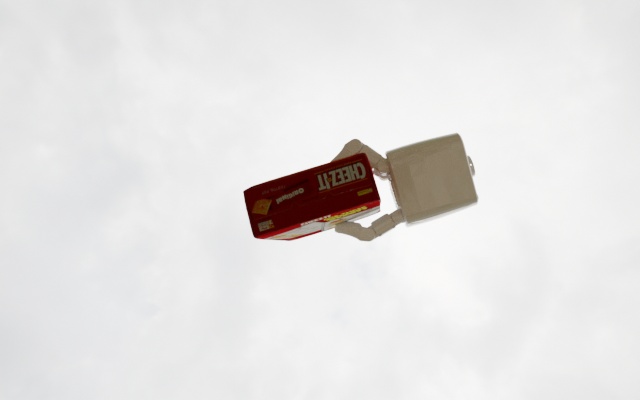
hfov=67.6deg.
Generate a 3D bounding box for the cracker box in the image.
[{"bbox_3d":[0.000,0.002,0.683,0.164,0.072,0.214,-18,-8,5],"label":"cracker box"}]
